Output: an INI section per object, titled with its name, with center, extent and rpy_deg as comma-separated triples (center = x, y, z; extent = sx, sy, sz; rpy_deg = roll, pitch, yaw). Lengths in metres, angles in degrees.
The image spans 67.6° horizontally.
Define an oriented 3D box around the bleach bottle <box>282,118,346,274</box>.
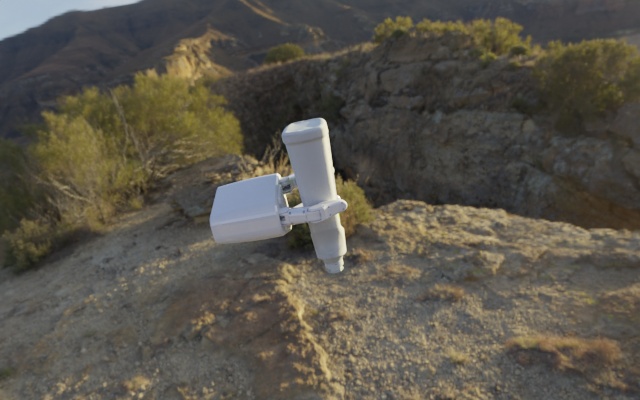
[bleach bottle]
center = 0.000, 0.002, 0.758
extent = 0.068, 0.251, 0.102
rpy_deg = -10, 18, 5
